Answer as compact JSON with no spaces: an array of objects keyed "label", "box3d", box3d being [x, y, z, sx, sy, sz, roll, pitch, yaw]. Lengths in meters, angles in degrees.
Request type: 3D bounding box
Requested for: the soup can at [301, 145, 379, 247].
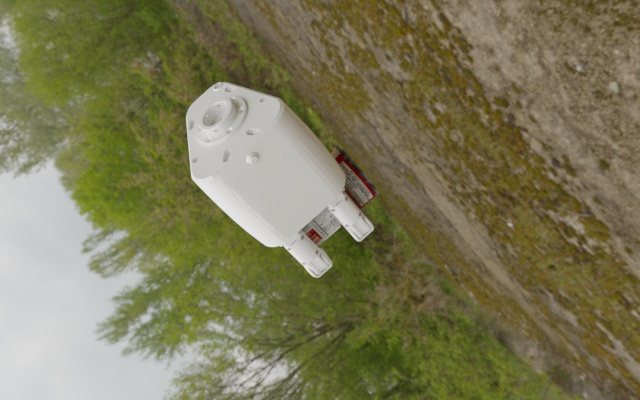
[{"label":"soup can","box3d":[0.000,0.002,0.493,0.102,0.068,0.068,-42,-1,1]}]
